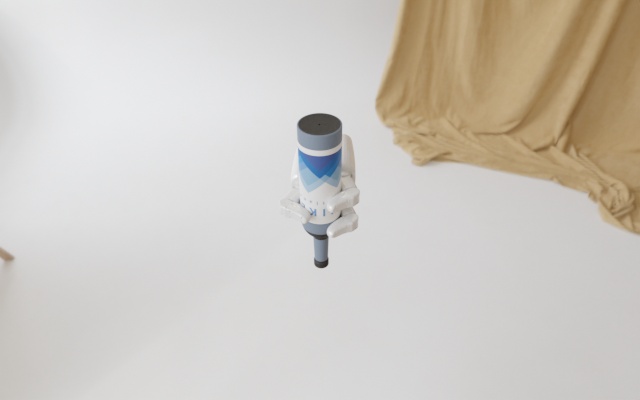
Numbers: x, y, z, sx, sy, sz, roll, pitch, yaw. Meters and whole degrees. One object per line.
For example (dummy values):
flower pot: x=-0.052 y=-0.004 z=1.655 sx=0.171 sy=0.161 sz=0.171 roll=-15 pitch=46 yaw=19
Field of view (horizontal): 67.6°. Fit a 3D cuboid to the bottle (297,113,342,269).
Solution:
bottle: x=0.000 y=0.002 z=0.783 sx=0.069 sy=0.296 sz=0.069 roll=0 pitch=40 yaw=0
